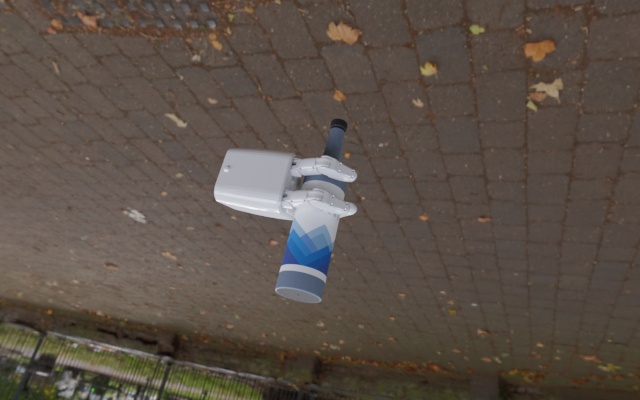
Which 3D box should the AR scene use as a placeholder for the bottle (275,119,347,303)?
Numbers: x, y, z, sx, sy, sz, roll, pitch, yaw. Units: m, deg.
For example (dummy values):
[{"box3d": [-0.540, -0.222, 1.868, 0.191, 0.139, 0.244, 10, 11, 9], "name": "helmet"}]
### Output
[{"box3d": [0.000, 0.003, 0.724, 0.069, 0.295, 0.069, 11, -25, 5], "name": "bottle"}]
